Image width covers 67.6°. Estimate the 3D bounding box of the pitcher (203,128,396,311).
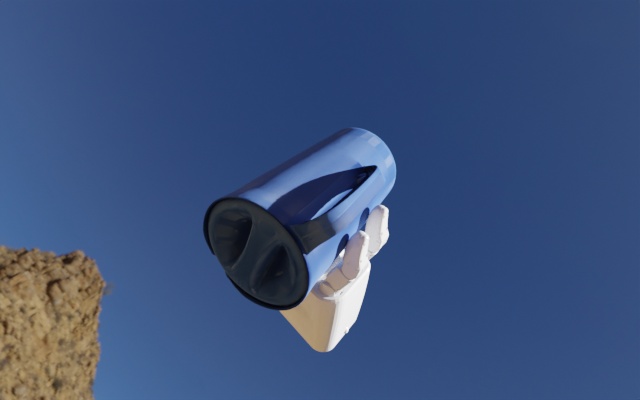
[{"bbox_3d":[0.000,0.002,0.551,0.149,0.145,0.242,25,40,22],"label":"pitcher"}]
